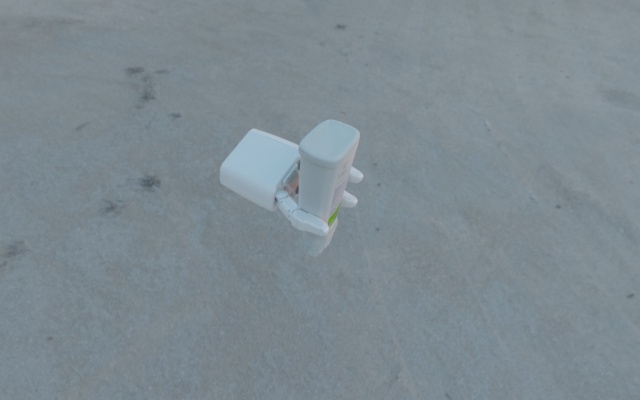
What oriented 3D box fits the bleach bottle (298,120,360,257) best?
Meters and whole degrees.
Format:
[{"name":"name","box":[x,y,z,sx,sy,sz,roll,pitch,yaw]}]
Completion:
[{"name":"bleach bottle","box":[0.000,0.002,0.755,0.068,0.251,0.102,25,44,16]}]
